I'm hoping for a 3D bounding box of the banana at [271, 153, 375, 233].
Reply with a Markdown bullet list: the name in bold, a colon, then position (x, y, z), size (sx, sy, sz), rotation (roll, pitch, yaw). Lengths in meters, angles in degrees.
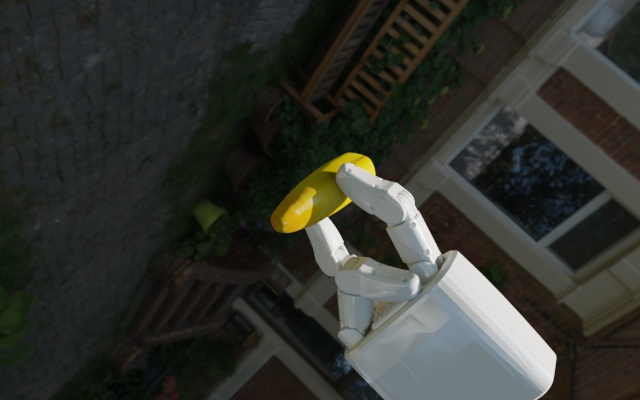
- **banana**: position (0.014, -0.012, 0.411), size (0.069, 0.037, 0.198), rotation (-44, -3, 13)
